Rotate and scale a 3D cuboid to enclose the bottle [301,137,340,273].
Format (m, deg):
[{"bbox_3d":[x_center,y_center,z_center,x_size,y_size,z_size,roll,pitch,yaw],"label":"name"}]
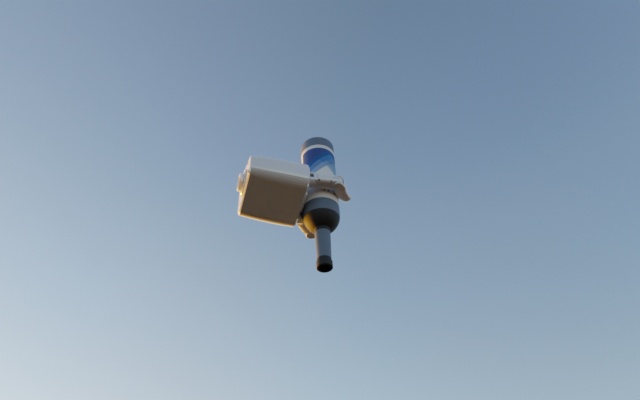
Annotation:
[{"bbox_3d":[0.000,0.003,0.878,0.069,0.295,0.069,-2,-43,-2],"label":"bottle"}]
